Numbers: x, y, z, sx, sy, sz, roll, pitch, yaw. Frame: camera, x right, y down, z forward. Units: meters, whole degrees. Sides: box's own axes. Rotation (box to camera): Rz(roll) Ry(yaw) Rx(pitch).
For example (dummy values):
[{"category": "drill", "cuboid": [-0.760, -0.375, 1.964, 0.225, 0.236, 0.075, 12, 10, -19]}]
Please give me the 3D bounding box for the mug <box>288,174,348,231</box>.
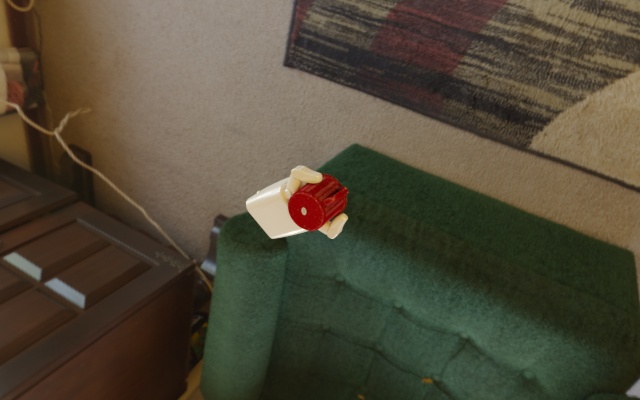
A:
[{"category": "mug", "cuboid": [0.001, 0.003, 0.899, 0.117, 0.093, 0.081, -18, 13, 37]}]
